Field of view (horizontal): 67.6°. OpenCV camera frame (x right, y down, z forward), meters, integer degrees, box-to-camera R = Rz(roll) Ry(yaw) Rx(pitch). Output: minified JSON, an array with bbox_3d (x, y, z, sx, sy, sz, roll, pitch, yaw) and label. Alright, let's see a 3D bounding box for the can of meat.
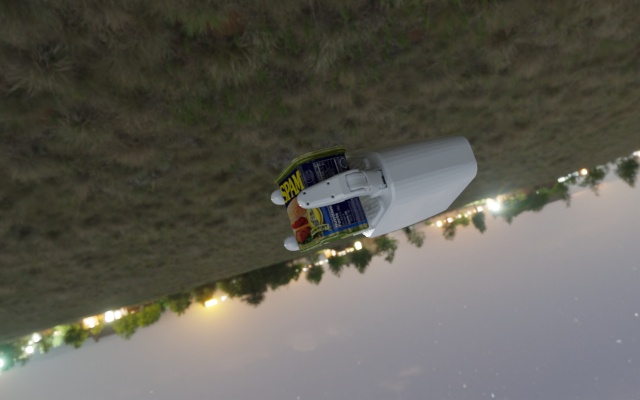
[{"bbox_3d":[0.000,0.002,0.487,0.057,0.084,0.102,-16,-7,-23],"label":"can of meat"}]
